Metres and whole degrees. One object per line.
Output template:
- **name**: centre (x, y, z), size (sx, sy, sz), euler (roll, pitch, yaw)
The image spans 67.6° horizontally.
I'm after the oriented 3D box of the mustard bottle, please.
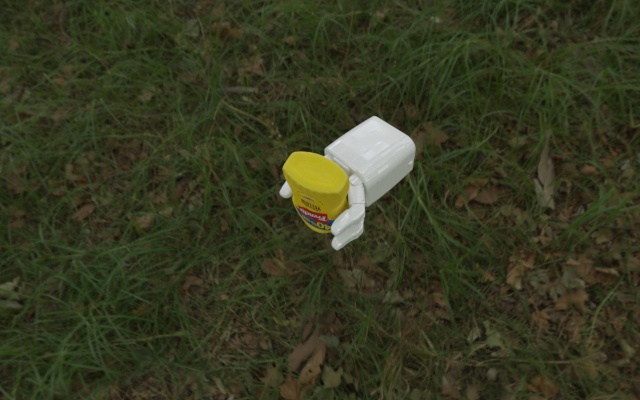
- **mustard bottle**: centre (0.000, 0.003, 0.747), size (0.096, 0.058, 0.192), euler (23, -23, 16)
